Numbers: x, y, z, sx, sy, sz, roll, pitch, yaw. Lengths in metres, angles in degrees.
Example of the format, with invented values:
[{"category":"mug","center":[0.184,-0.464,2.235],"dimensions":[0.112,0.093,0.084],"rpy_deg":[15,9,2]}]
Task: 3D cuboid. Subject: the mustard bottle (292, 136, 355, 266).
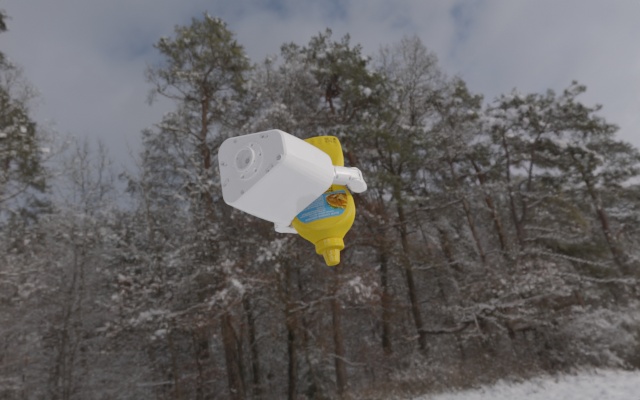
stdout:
[{"category":"mustard bottle","center":[0.000,0.002,0.709],"dimensions":[0.096,0.191,0.058],"rpy_deg":[-13,-22,4]}]
